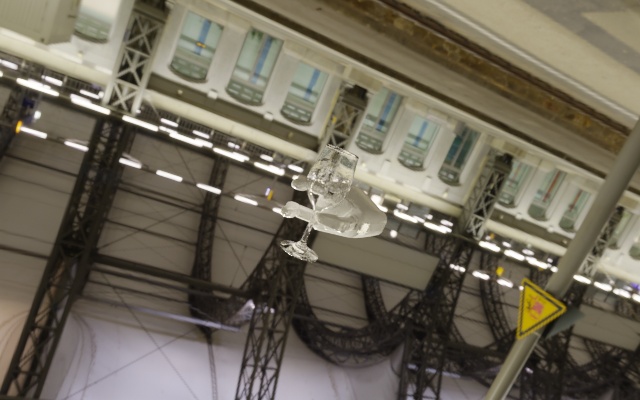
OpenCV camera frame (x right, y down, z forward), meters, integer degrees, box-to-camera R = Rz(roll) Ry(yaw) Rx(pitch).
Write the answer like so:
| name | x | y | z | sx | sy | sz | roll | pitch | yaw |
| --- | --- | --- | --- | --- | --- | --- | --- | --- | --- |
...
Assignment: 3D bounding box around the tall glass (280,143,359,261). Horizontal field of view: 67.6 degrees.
| name | x | y | z | sx | sy | sz | roll | pitch | yaw |
| --- | --- | --- | --- | --- | --- | --- | --- | --- | --- |
| tall glass | 0.000 | 0.003 | 0.847 | 0.079 | 0.201 | 0.079 | 22 | 12 | -5 |
